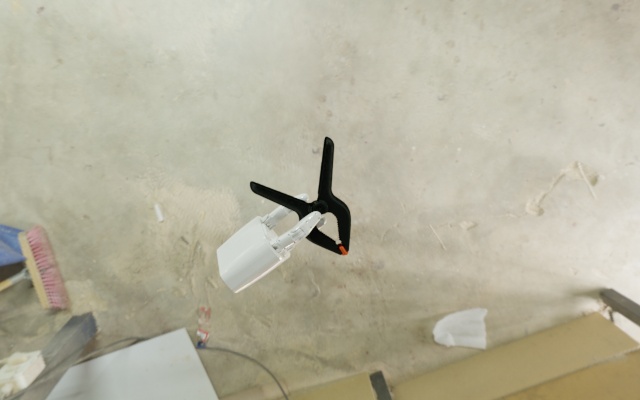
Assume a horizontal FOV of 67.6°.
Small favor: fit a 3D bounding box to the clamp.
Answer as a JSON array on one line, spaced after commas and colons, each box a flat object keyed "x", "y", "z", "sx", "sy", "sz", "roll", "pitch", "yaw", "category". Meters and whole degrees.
[{"x": 0.000, "y": 0.004, "z": 0.848, "sx": 0.164, "sy": 0.210, "sz": 0.036, "roll": -37, "pitch": 14, "yaw": 3, "category": "clamp"}]
